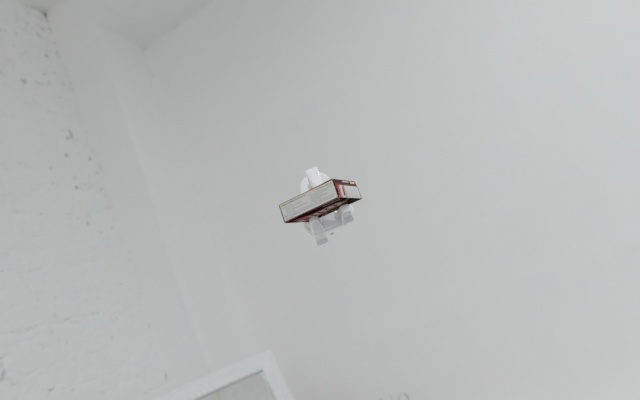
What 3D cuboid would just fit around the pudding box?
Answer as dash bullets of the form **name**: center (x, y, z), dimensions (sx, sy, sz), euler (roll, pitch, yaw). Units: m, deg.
- **pudding box**: center (0.000, 0.002, 0.804), dimensions (0.113, 0.039, 0.090), euler (-27, -12, 25)
